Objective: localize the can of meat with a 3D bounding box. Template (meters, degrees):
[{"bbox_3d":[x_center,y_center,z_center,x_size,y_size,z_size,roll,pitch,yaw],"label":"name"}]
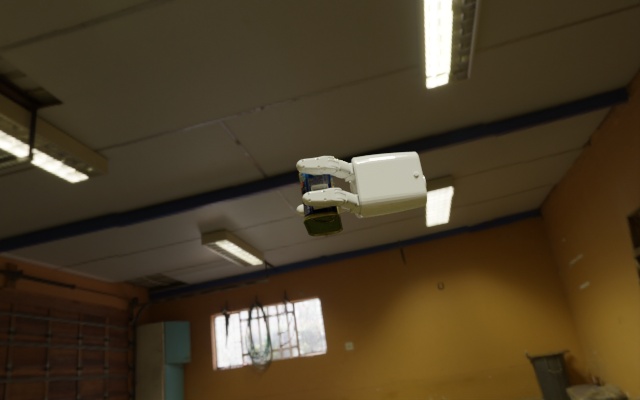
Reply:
[{"bbox_3d":[0.000,0.002,0.769,0.057,0.084,0.102,-9,-20,3],"label":"can of meat"}]
